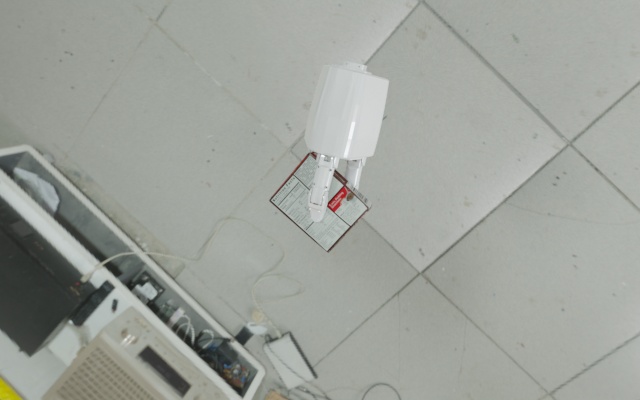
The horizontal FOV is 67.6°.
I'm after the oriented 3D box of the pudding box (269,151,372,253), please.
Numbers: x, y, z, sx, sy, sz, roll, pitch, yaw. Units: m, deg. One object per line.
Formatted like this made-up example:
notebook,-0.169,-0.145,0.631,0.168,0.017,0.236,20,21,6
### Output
pudding box,0.000,0.002,0.658,0.113,0.090,0.039,43,14,1
